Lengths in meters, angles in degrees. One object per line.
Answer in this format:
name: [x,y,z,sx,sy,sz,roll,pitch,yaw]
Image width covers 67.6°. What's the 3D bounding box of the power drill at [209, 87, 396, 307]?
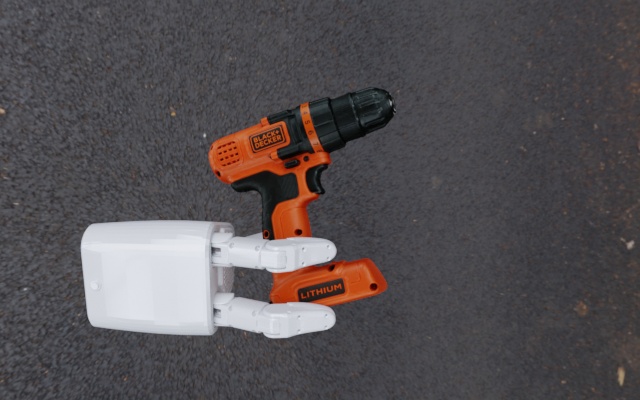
power drill: [0.000,0.002,0.444,0.184,0.187,0.057,-18,-10,13]
